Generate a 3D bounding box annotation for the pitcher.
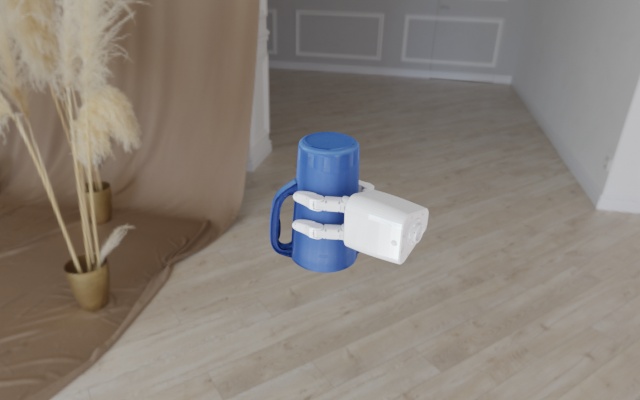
[{"bbox_3d":[0.000,0.003,0.886,0.145,0.243,0.149,19,32,30],"label":"pitcher"}]
